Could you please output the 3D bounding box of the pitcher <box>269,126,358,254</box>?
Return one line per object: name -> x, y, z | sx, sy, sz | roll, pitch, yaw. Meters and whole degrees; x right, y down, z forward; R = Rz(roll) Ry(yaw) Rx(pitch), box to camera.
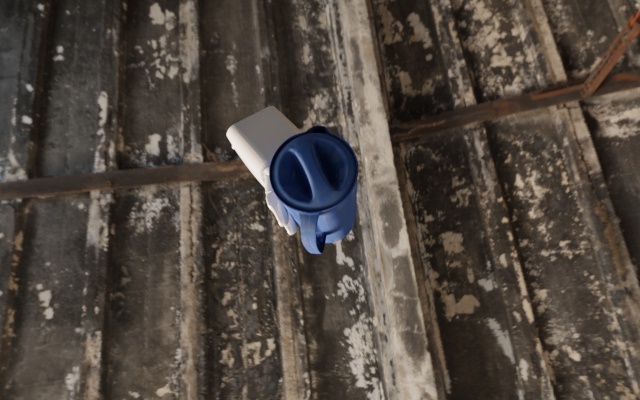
pitcher -> 0.000, 0.002, 0.808 | 0.149, 0.145, 0.243 | -41, -19, -8
